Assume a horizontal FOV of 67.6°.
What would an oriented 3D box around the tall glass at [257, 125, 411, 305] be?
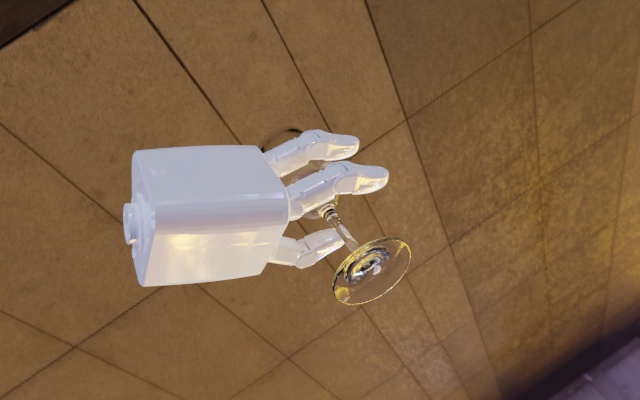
[{"bbox_3d":[0.000,0.002,0.460,0.079,0.079,0.201,0,36,-32],"label":"tall glass"}]
